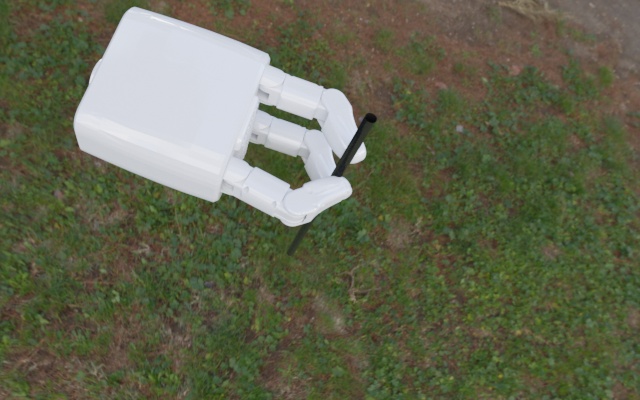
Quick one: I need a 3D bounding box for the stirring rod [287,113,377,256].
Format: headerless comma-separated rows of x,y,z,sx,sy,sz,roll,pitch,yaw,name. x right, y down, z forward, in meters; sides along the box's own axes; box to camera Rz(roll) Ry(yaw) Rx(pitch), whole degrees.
0.000,0.001,0.409,0.011,0.011,0.240,0,-27,-18,stirring rod
